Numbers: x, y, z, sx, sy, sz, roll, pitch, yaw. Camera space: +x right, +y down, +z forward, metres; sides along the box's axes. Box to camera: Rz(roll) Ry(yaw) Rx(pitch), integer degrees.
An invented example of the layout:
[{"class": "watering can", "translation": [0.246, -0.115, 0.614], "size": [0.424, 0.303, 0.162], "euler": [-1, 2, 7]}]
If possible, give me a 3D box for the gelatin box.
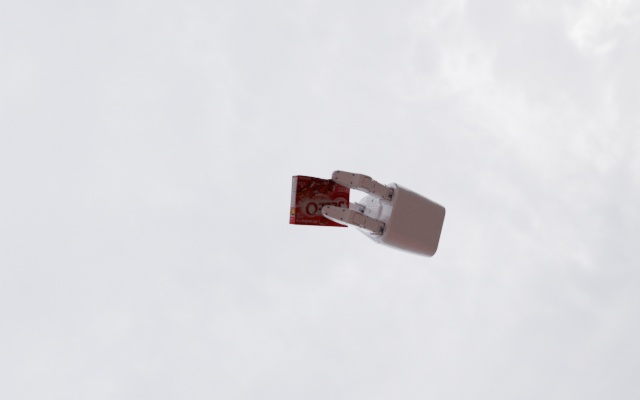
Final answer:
[{"class": "gelatin box", "translation": [0.000, 0.002, 0.713], "size": [0.089, 0.073, 0.030], "euler": [5, -3, -22]}]
